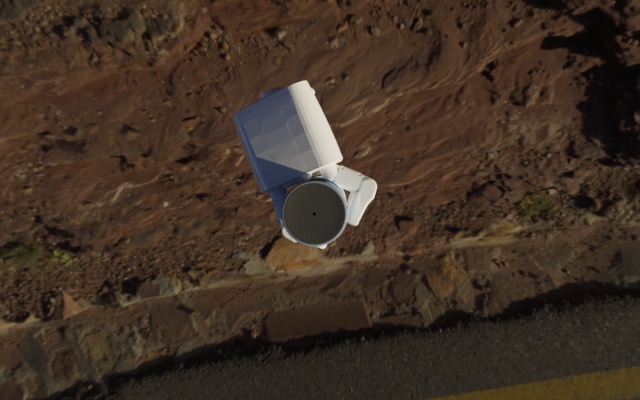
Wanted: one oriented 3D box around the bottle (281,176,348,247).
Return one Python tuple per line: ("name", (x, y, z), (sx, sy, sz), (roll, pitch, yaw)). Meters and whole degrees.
("bottle", (0.000, 0.002, 0.621), (0.069, 0.069, 0.295), (0, 4, 2))
